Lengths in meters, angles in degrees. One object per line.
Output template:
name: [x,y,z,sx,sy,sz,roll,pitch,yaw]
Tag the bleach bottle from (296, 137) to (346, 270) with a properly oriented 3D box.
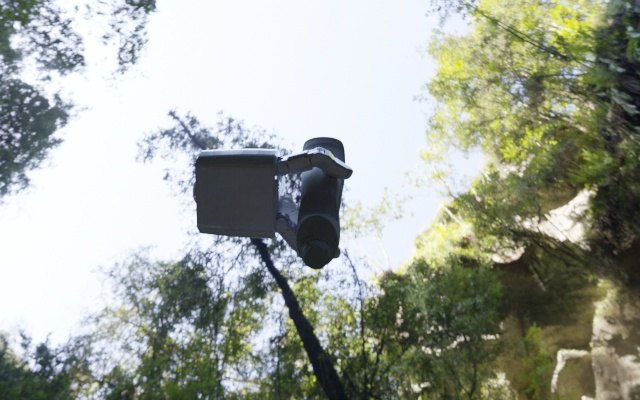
bleach bottle: [0.000,0.002,0.642,0.068,0.103,0.250,0,26,3]
